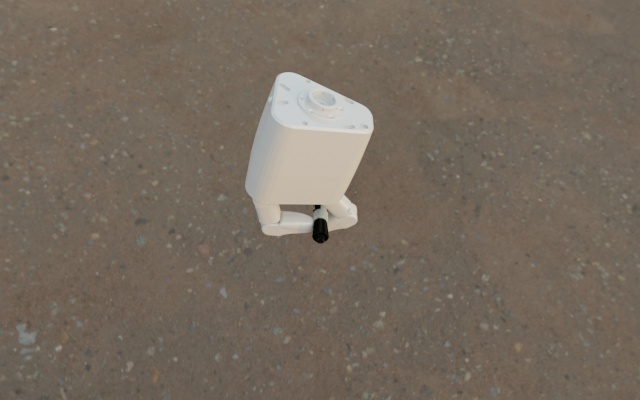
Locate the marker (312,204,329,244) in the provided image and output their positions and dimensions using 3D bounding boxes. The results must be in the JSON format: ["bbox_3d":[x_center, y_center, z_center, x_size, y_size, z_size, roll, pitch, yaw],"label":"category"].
[{"bbox_3d":[0.000,0.002,0.573,0.020,0.121,0.020,0,-44,0],"label":"marker"}]
